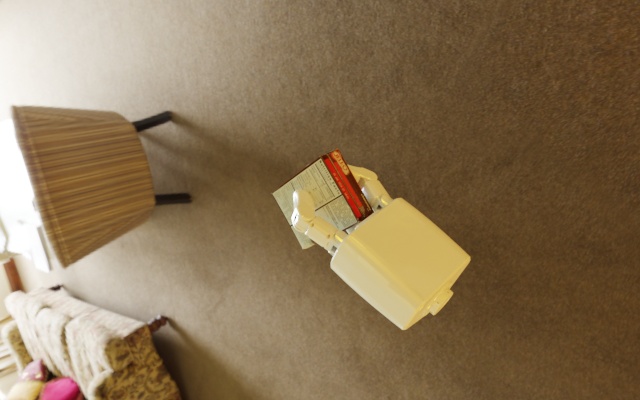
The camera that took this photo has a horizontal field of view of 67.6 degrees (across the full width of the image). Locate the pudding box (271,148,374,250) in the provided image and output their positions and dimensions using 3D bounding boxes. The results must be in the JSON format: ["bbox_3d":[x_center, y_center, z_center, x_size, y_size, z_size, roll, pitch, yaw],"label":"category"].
[{"bbox_3d":[0.000,0.002,0.587,0.113,0.090,0.039,-32,-4,43],"label":"pudding box"}]
